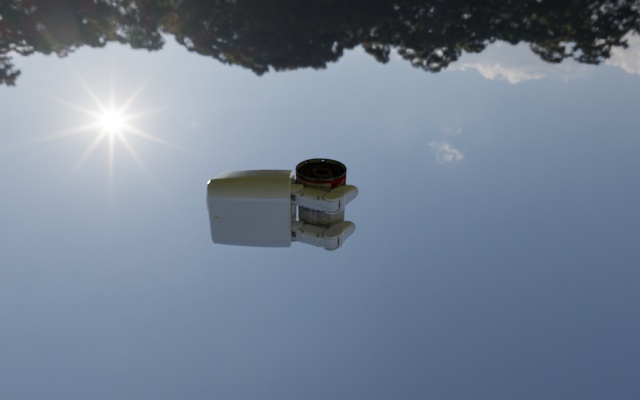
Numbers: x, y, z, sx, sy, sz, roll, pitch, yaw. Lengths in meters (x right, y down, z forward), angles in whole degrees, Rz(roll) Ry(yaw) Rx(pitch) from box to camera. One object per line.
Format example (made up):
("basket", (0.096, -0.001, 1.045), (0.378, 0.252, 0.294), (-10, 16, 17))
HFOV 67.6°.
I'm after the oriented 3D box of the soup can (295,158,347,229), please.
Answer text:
("soup can", (0.001, 0.002, 0.652), (0.068, 0.102, 0.068), (1, 28, 0))
